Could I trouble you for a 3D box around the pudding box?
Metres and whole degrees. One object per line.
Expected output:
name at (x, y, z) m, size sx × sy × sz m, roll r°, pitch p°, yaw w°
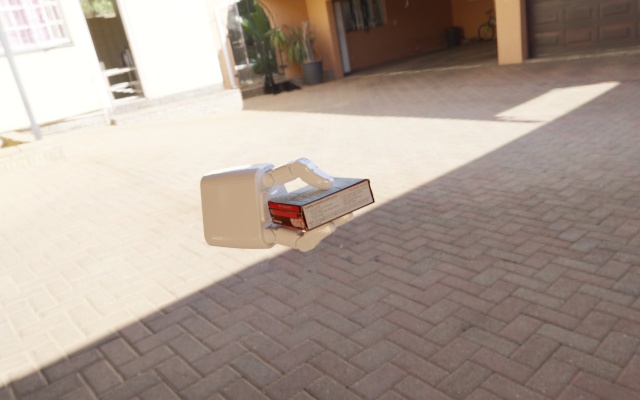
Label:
pudding box at (0.000, 0.002, 0.630) m, size 0.113 × 0.039 × 0.090 m, roll -24°, pitch 18°, yaw -29°
